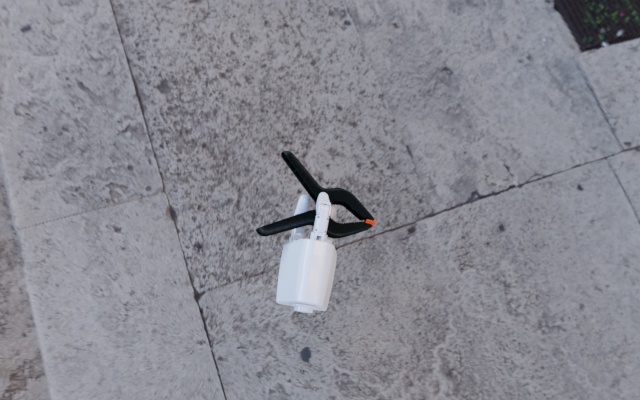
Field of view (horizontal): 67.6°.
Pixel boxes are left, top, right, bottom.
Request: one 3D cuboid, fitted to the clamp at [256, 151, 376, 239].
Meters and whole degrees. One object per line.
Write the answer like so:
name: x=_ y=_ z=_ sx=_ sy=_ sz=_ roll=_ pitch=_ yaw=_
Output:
clamp: x=0.001 y=0.003 z=0.870 sx=0.210 sy=0.164 sz=0.036 roll=12 pitch=-16 yaw=-9
